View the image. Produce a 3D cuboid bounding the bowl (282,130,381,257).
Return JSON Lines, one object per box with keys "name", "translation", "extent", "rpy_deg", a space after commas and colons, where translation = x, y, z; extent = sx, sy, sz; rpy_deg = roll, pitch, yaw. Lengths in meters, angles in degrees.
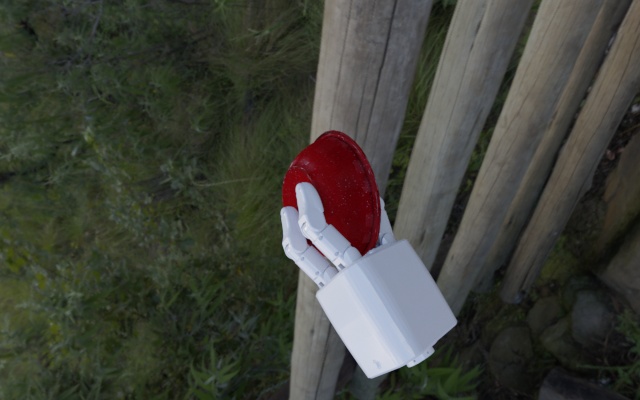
{"name": "bowl", "translation": [-0.001, 0.001, 0.555], "extent": [0.055, 0.162, 0.162], "rpy_deg": [-11, 5, -29]}
